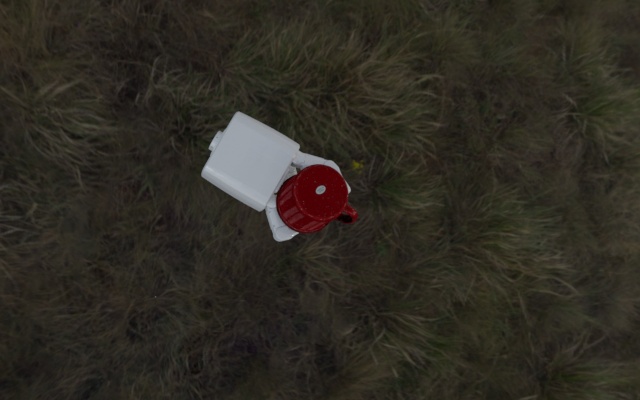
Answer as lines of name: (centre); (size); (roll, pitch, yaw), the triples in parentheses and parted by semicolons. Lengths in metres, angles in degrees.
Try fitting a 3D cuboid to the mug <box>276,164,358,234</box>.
mug: (0.001, 0.003, 0.684); (0.117, 0.093, 0.081); (30, -19, -10)
